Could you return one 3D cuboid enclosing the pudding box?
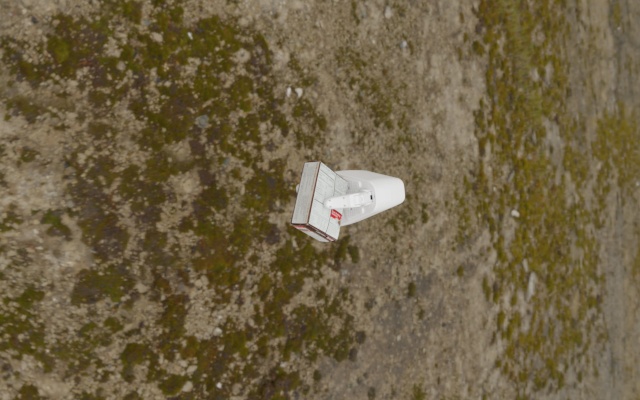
[{"bbox_3d":[0.000,0.003,0.787,0.039,0.113,0.090,-4,-24,36],"label":"pudding box"}]
